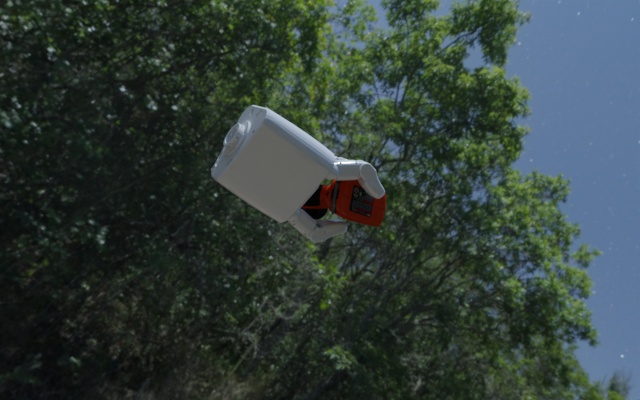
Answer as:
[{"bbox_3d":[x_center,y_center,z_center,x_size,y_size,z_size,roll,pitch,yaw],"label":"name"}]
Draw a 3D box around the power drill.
[{"bbox_3d":[0.000,0.002,0.717,0.187,0.057,0.184,3,-9,40],"label":"power drill"}]
